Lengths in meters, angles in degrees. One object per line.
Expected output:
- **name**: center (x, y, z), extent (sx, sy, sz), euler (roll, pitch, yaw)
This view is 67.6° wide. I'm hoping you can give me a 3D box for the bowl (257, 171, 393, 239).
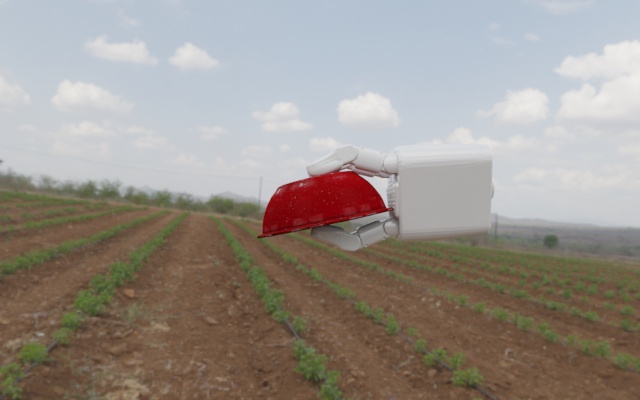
- **bowl**: center (-0.001, 0.002, 0.559), extent (0.162, 0.055, 0.162), euler (-13, -2, 0)
